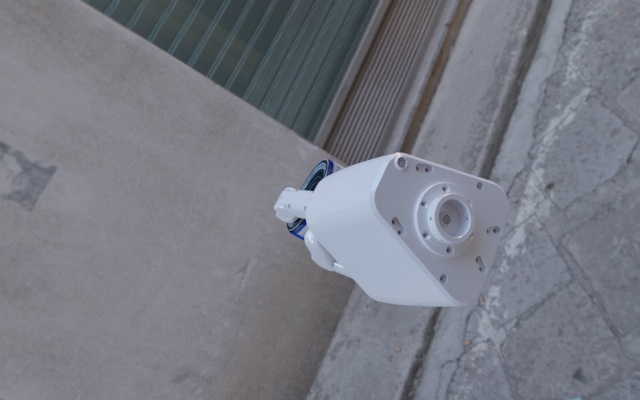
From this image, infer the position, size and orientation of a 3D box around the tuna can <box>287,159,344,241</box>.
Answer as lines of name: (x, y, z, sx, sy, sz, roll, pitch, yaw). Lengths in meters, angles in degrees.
tuna can: (0.000, 0.001, 0.484, 0.034, 0.086, 0.086, 28, -8, -14)
